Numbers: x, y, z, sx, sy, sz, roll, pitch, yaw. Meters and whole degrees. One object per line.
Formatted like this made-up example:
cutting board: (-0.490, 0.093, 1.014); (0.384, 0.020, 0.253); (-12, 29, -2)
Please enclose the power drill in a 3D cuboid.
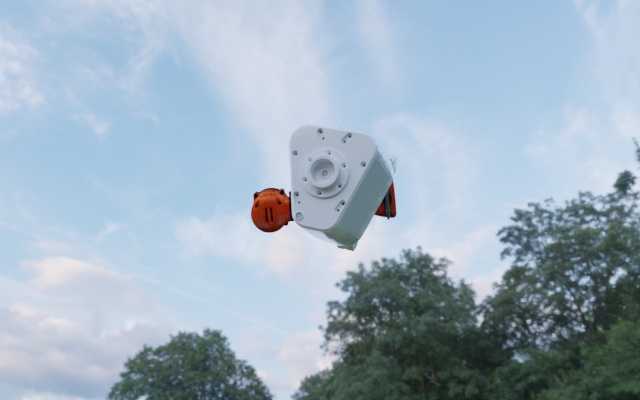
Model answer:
power drill: (0.001, 0.002, 0.652); (0.187, 0.057, 0.184); (-9, 7, -3)
